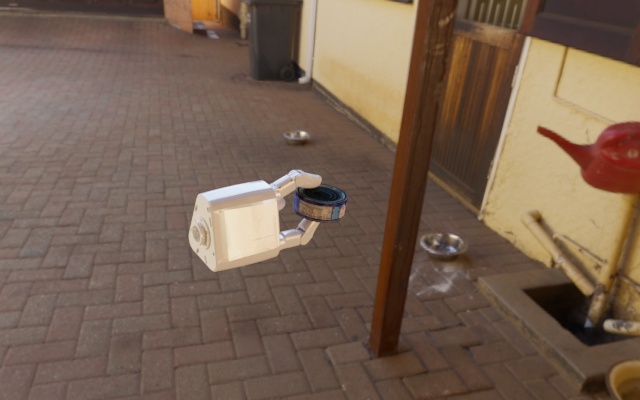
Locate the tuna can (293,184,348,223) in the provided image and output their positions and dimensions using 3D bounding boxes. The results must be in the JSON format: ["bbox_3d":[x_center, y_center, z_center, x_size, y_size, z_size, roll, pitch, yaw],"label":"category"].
[{"bbox_3d":[0.000,0.002,0.761,0.086,0.034,0.086,8,22,-3],"label":"tuna can"}]
